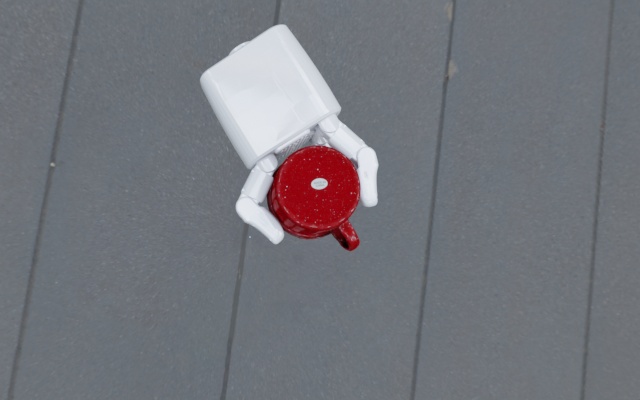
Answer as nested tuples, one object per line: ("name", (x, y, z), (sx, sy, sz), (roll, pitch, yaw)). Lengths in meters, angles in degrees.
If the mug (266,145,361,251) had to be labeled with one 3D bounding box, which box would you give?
("mug", (0.001, 0.003, 0.479), (0.093, 0.117, 0.081), (-34, -1, -9))
